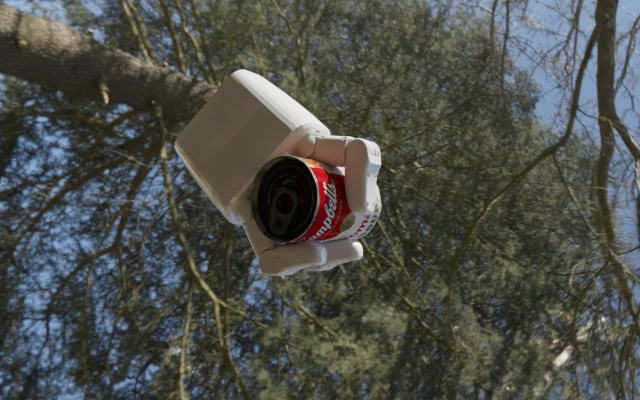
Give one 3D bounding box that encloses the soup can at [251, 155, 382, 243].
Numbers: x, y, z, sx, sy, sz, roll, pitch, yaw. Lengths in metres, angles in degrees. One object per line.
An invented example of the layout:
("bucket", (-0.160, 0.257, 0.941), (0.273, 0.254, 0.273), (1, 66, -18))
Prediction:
("soup can", (0.001, 0.002, 0.409), (0.068, 0.068, 0.102), (0, -3, 36))
